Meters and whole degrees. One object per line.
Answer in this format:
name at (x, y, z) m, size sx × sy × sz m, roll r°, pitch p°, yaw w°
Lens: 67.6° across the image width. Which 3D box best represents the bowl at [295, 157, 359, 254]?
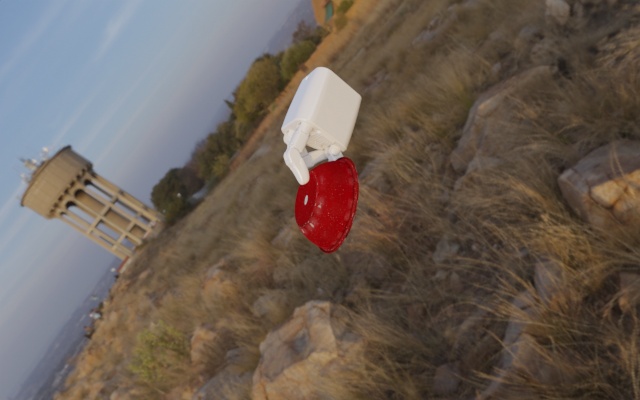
bowl at (0.000, 0.004, 0.773) m, size 0.055 × 0.162 × 0.162 m, roll 11°, pitch -4°, yaw -23°
